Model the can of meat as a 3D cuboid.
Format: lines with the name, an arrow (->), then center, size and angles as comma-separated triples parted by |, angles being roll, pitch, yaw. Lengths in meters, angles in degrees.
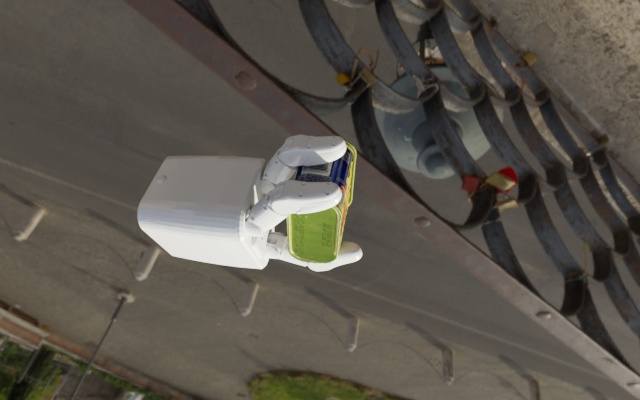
can of meat -> 0.000, 0.002, 0.474 | 0.057, 0.084, 0.102 | 8, -42, 6
